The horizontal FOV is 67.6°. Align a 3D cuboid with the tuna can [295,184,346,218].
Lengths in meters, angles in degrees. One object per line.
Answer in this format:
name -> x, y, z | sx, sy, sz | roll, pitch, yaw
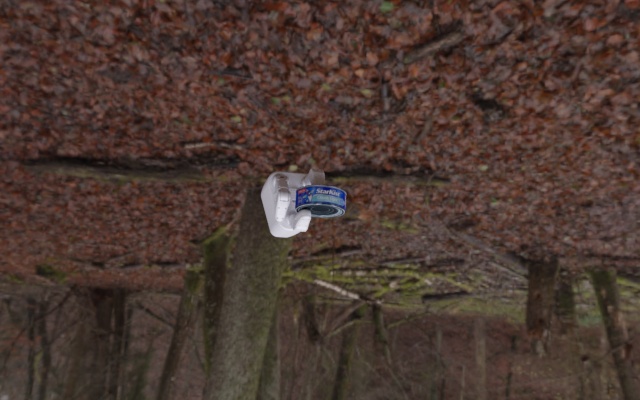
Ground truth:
tuna can -> 0.000, 0.003, 0.798 | 0.086, 0.033, 0.086 | 3, -17, 1
